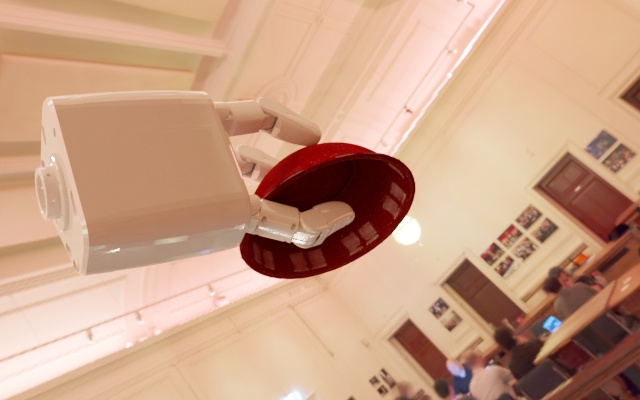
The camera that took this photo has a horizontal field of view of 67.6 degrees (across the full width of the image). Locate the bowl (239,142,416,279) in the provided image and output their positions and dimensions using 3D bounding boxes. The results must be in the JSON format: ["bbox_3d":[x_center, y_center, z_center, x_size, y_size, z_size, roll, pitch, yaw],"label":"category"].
[{"bbox_3d":[0.001,0.001,0.425,0.162,0.055,0.162,-16,-37,-13],"label":"bowl"}]
